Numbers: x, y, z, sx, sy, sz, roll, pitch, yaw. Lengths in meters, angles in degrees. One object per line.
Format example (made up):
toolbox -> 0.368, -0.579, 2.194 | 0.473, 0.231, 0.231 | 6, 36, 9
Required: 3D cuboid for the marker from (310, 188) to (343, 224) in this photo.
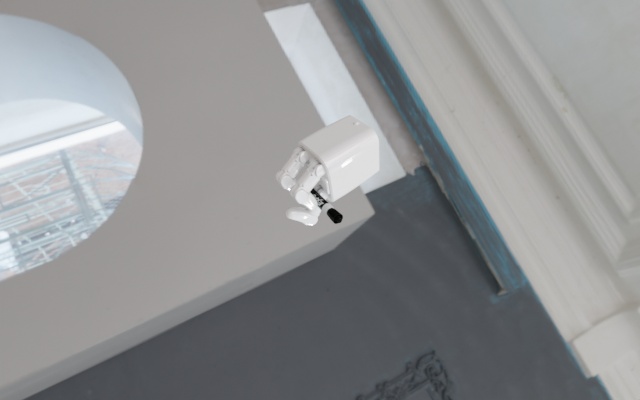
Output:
marker -> 0.000, 0.003, 0.796 | 0.020, 0.020, 0.121 | 0, 29, -36
